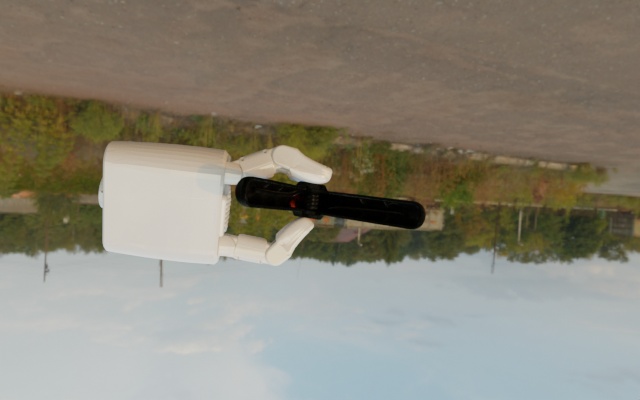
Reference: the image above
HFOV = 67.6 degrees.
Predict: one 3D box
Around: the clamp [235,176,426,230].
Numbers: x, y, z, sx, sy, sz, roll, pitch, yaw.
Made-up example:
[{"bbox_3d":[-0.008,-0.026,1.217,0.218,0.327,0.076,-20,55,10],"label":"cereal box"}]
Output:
[{"bbox_3d":[0.000,0.002,0.482,0.164,0.036,0.210,9,0,-8],"label":"clamp"}]
